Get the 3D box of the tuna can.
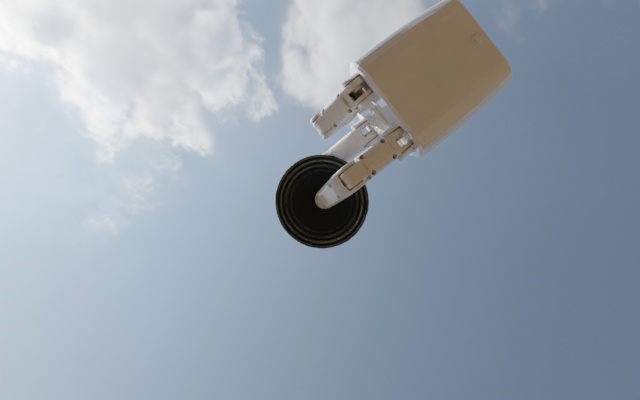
[{"bbox_3d":[0.000,0.002,0.450,0.086,0.086,0.034,0,-2,-7],"label":"tuna can"}]
